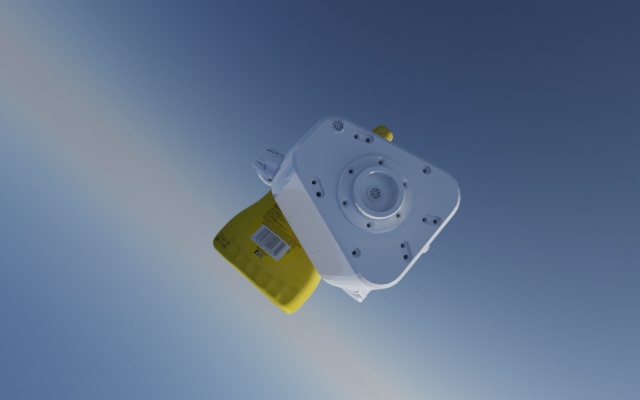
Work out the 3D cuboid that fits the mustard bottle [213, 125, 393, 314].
[{"bbox_3d":[0.000,0.002,0.438,0.096,0.191,0.058,38,-13,20],"label":"mustard bottle"}]
